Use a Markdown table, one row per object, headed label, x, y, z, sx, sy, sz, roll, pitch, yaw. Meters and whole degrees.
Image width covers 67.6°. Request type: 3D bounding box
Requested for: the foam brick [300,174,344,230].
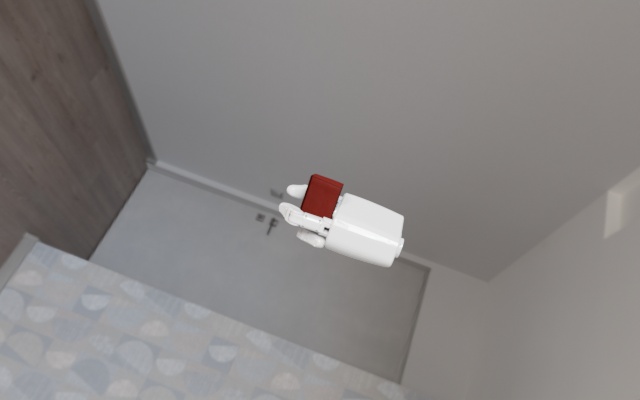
| label | x | y | z | sx | sy | sz | roll | pitch | yaw |
| --- | --- | --- | --- | --- | --- | --- | --- | --- | --- |
| foam brick | 0.000 | 0.002 | 0.759 | 0.051 | 0.078 | 0.053 | 20 | 11 | 5 |
